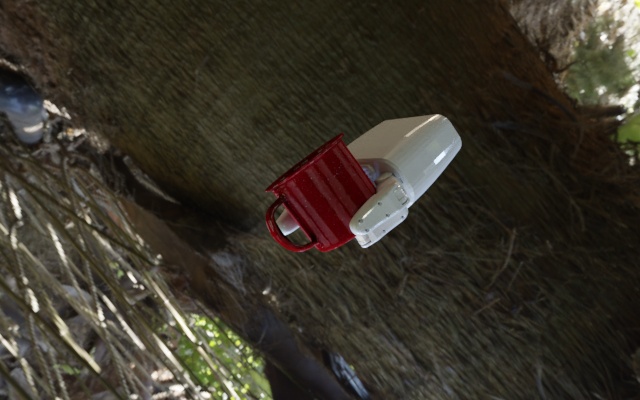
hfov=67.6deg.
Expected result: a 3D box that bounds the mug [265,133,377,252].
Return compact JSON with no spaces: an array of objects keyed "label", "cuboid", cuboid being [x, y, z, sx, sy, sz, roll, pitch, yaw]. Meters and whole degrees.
[{"label":"mug","cuboid":[-0.001,0.002,0.454,0.117,0.081,0.093,-41,9,-31]}]
